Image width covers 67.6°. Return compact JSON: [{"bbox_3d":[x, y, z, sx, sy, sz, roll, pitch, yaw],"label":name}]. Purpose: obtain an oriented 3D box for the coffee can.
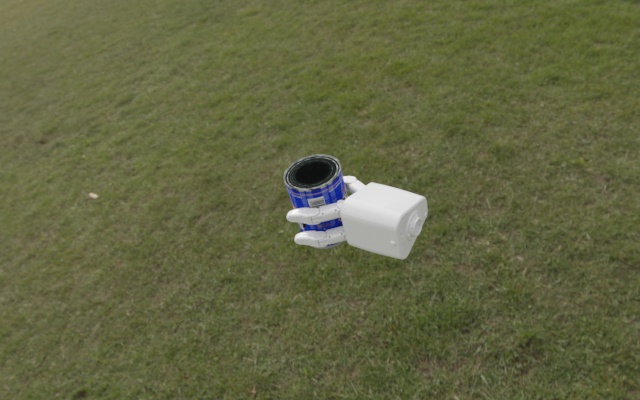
[{"bbox_3d":[0.000,0.003,0.866,0.103,0.140,0.102,-10,38,8],"label":"coffee can"}]
